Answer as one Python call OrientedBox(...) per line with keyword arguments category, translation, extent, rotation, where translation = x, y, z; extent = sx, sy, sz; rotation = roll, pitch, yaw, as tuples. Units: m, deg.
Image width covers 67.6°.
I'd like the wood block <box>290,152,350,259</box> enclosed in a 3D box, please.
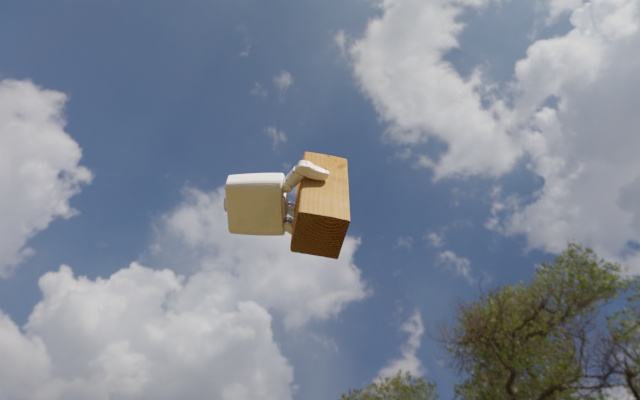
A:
OrientedBox(category="wood block", translation=(0.000, 0.003, 0.895), extent=(0.090, 0.091, 0.206), rotation=(10, 35, -6))
